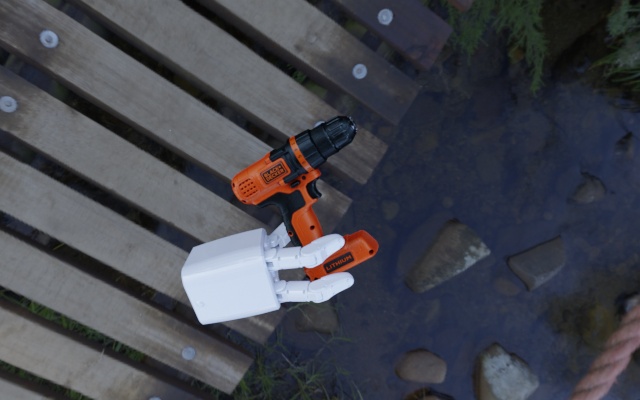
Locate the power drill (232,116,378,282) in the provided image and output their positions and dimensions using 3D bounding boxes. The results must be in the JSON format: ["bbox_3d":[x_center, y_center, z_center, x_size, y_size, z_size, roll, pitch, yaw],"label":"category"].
[{"bbox_3d":[0.000,0.003,0.637,0.184,0.188,0.057,-29,8,15],"label":"power drill"}]
